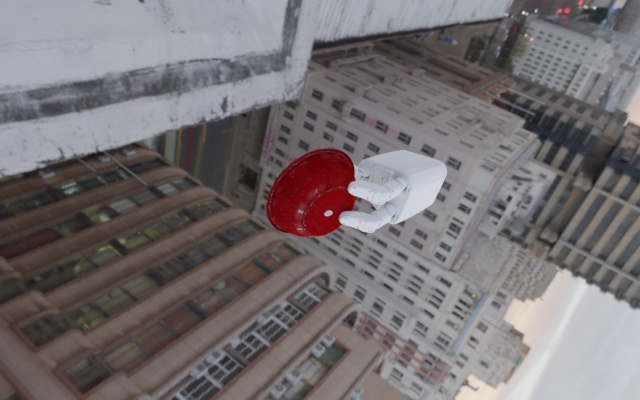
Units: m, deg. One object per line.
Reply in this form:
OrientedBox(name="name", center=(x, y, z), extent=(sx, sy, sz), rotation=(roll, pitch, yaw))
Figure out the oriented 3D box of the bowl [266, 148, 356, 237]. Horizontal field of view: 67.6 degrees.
OrientedBox(name="bowl", center=(-0.001, 0.003, 0.731), extent=(0.162, 0.162, 0.055), rotation=(0, 35, -40))
